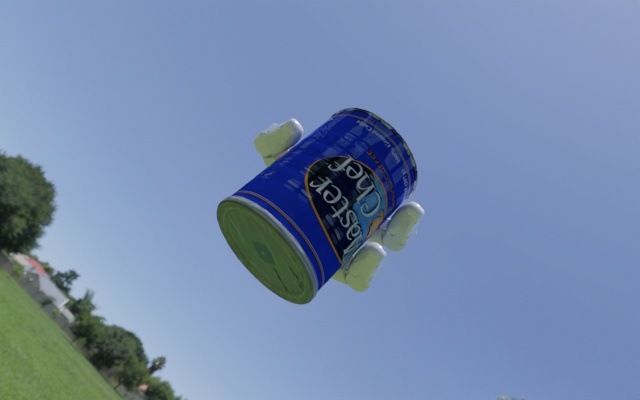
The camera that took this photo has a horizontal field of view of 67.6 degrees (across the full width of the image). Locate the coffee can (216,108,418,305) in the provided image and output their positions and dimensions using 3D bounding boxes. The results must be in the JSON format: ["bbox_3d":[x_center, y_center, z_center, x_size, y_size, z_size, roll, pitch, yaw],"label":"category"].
[{"bbox_3d":[0.000,0.001,0.400,0.140,0.103,0.103,-42,24,-30],"label":"coffee can"}]
